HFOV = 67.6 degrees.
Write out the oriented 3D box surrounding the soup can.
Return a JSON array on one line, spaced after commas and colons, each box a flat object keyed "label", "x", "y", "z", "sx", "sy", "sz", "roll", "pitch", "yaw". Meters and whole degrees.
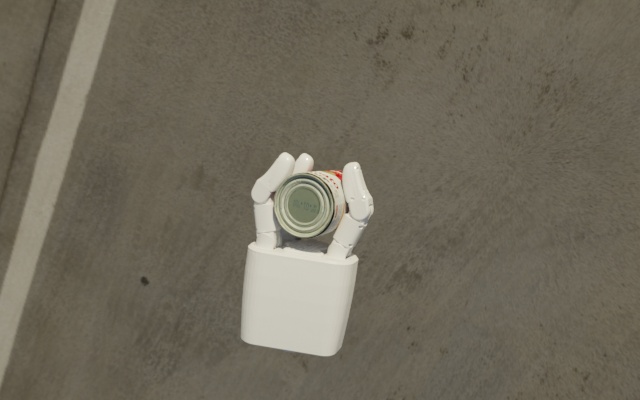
[{"label": "soup can", "x": 0.000, "y": 0.001, "z": 0.517, "sx": 0.068, "sy": 0.068, "sz": 0.102, "roll": 0, "pitch": 4, "yaw": 21}]
